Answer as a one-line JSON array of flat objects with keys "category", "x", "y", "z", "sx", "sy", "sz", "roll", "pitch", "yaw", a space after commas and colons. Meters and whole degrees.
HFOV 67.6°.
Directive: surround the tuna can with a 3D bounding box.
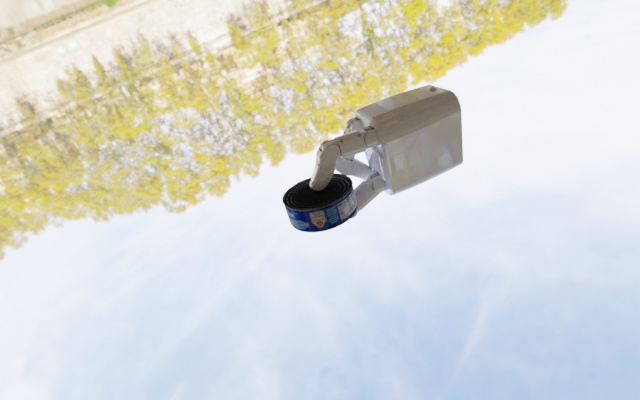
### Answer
[{"category": "tuna can", "x": 0.000, "y": 0.002, "z": 0.570, "sx": 0.086, "sy": 0.034, "sz": 0.086, "roll": -13, "pitch": 27, "yaw": 7}]
